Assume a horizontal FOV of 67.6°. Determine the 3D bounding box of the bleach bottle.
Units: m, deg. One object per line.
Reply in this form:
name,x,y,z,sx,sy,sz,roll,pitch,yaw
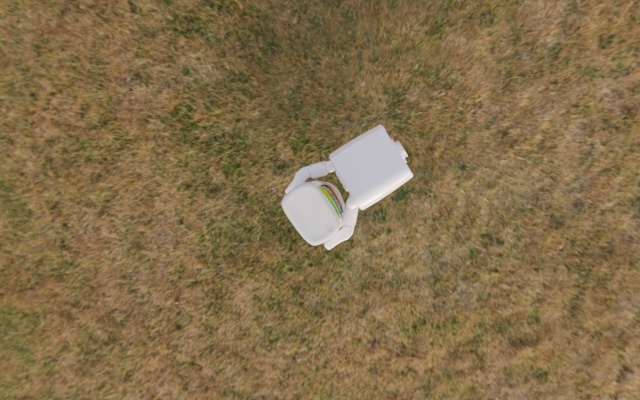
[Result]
bleach bottle,0.000,0.003,0.868,0.068,0.102,0.251,-33,5,11
